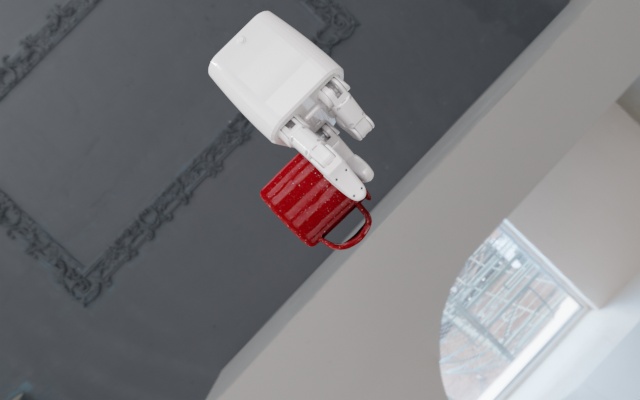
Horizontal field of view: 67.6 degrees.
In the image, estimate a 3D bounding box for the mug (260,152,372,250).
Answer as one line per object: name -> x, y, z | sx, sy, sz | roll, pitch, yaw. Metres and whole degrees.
mug -> 0.001, 0.003, 0.494 | 0.117, 0.081, 0.093 | 46, -2, 15
